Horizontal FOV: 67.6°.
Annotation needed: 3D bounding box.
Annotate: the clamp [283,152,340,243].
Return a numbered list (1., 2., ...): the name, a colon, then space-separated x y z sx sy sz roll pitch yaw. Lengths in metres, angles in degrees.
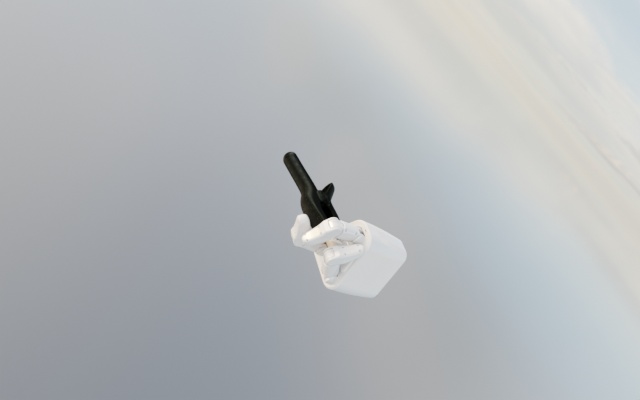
1. clamp: 0.001 0.002 0.777 0.039 0.171 0.120 -40 -42 25
